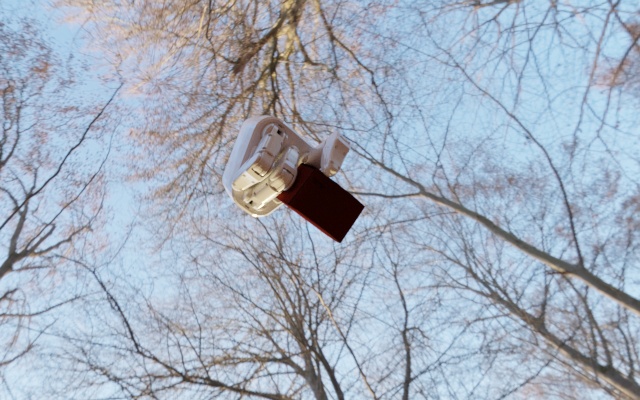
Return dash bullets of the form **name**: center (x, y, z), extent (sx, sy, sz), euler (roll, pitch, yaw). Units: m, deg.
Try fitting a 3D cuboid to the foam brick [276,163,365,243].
- **foam brick**: center (0.000, 0.002, 0.542), extent (0.078, 0.053, 0.051), euler (38, -5, -23)
